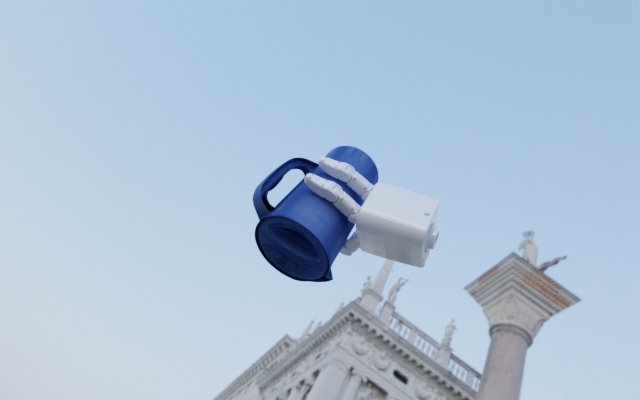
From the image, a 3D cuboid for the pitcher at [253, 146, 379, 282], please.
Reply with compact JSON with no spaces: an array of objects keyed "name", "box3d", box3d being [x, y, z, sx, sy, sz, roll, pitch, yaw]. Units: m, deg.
[{"name":"pitcher","box3d":[0.000,0.003,0.802,0.145,0.149,0.242,17,44,20]}]
